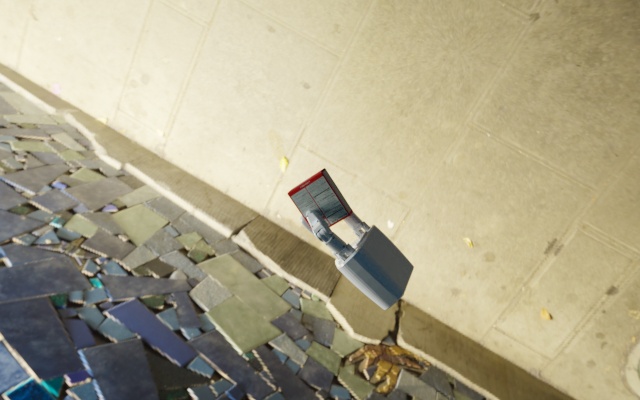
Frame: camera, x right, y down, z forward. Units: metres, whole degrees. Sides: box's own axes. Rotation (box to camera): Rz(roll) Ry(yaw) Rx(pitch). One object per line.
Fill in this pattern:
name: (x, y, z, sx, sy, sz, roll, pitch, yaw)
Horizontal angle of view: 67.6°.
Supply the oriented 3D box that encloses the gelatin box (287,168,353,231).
gelatin box: (0.000, 0.002, 0.797, 0.073, 0.089, 0.030, -32, 7, 22)
